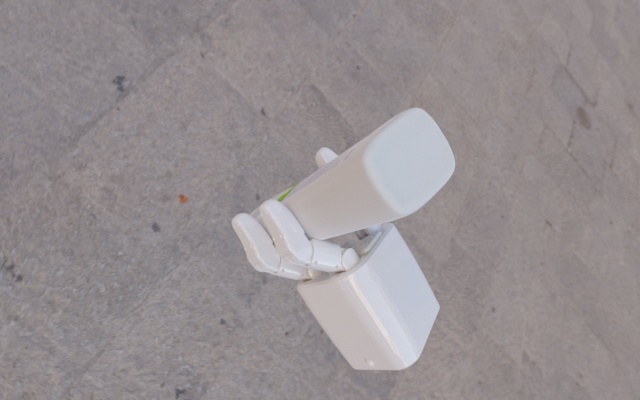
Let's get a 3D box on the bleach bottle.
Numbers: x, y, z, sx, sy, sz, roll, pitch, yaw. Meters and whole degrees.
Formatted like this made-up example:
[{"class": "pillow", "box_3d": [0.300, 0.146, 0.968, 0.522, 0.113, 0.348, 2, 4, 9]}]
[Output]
[{"class": "bleach bottle", "box_3d": [0.000, 0.002, 0.459, 0.102, 0.068, 0.251, -39, 8, -38]}]
